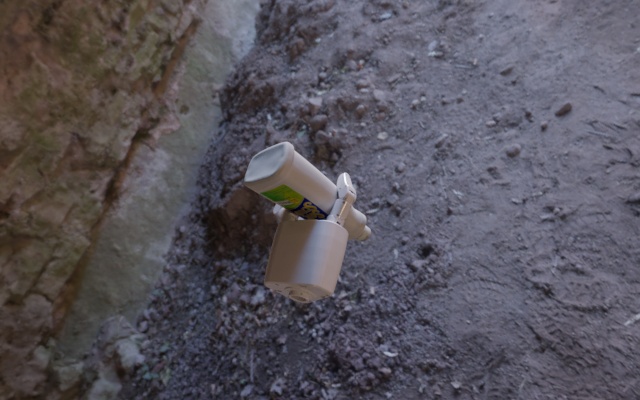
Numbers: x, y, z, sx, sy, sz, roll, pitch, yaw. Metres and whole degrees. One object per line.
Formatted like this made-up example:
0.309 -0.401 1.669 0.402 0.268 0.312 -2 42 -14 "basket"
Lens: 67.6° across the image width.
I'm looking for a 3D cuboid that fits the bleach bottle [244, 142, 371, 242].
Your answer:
0.000 0.003 0.790 0.102 0.068 0.251 -14 -38 45 "bleach bottle"
